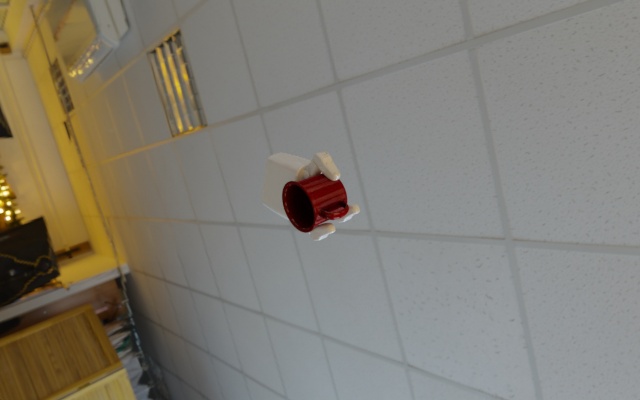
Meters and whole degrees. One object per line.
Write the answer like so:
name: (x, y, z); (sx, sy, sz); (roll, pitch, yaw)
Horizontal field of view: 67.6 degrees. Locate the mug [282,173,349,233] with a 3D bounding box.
mug: (0.001, 0.003, 0.824); (0.081, 0.093, 0.117); (-22, 30, -35)
